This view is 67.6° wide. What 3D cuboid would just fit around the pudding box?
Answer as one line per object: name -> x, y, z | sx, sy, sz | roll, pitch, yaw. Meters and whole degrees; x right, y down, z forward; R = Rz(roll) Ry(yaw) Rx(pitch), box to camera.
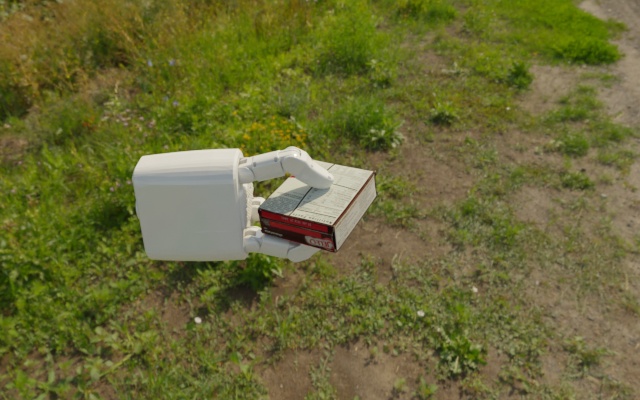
pudding box -> 0.000, 0.002, 0.515 | 0.090, 0.039, 0.113 | 13, 41, 25
